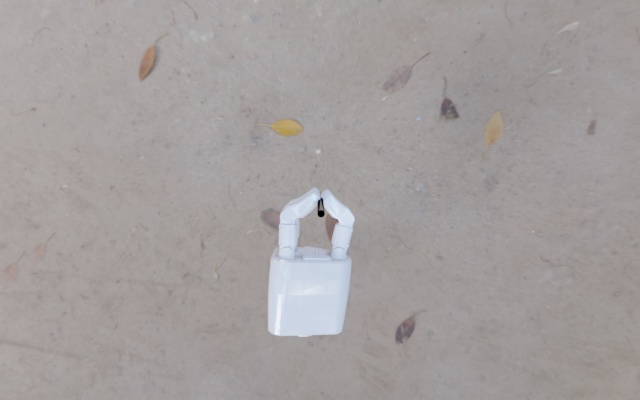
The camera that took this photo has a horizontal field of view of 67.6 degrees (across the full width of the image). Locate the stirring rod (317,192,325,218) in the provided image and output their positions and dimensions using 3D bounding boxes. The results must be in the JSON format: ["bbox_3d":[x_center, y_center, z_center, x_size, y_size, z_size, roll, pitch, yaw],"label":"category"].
[{"bbox_3d":[0.000,0.002,0.629,0.011,0.011,0.239,0,6,0],"label":"stirring rod"}]
